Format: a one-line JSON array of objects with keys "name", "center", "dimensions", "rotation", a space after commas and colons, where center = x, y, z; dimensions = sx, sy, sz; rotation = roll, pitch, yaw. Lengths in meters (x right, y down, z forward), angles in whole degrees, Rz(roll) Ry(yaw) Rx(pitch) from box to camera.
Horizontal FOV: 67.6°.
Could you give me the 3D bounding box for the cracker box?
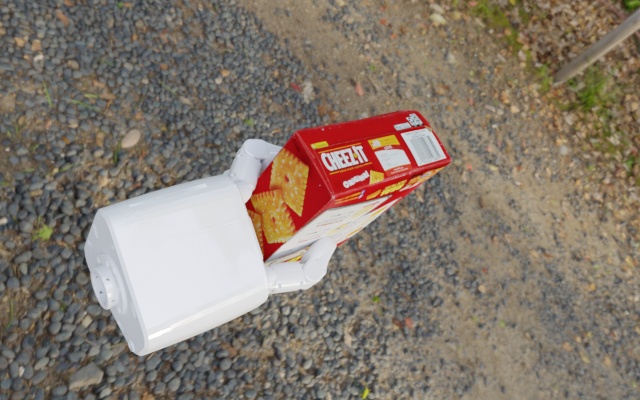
[{"name": "cracker box", "center": [0.000, 0.002, 0.485], "dimensions": [0.164, 0.072, 0.214], "rotation": [-18, -16, -40]}]
